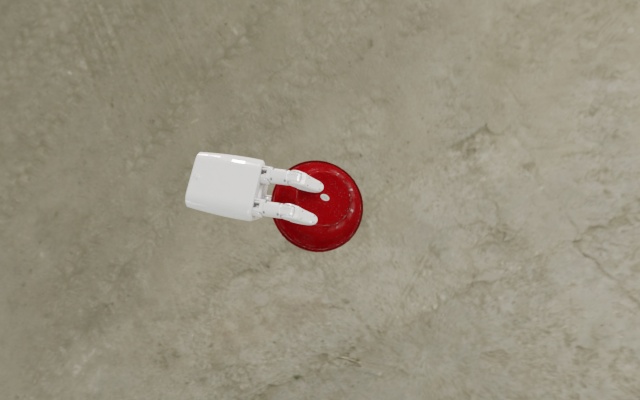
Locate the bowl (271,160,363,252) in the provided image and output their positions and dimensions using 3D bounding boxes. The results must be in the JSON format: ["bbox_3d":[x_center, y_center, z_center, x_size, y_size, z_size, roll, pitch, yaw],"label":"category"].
[{"bbox_3d":[0.002,0.002,0.793,0.162,0.162,0.055,0,-13,-12],"label":"bowl"}]
